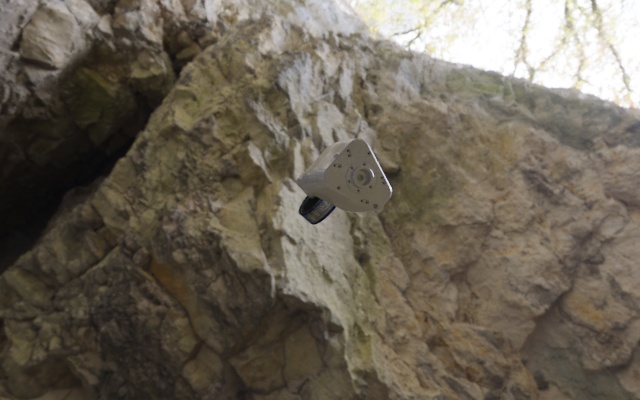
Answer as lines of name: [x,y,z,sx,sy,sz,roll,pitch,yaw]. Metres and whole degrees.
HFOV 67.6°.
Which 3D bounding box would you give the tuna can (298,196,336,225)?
tuna can: [0.001,0.003,0.881,0.034,0.086,0.086,42,-14,-16]
